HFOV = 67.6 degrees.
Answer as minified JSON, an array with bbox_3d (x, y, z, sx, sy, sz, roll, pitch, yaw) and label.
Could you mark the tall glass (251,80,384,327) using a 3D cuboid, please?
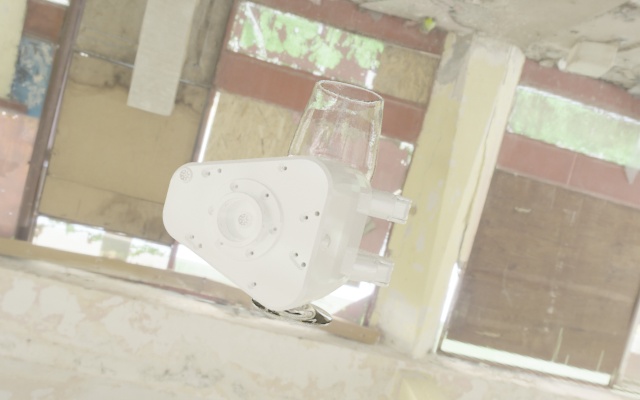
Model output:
[{"bbox_3d":[0.000,0.002,0.419,0.079,0.201,0.079,15,3,-1],"label":"tall glass"}]
